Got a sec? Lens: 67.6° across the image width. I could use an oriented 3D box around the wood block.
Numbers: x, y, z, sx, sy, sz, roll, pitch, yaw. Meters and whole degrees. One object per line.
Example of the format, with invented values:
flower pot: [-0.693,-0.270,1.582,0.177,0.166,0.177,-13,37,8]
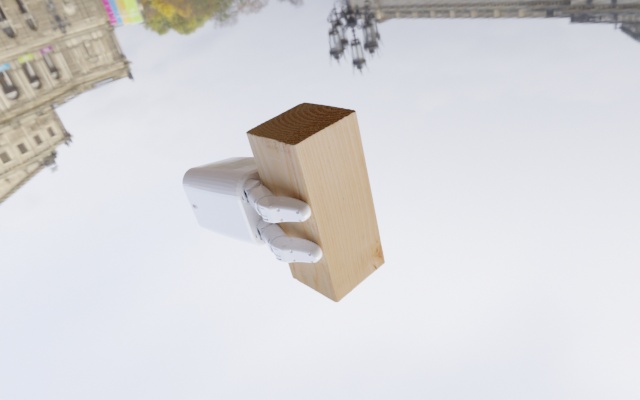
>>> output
wood block: [0.000,0.002,0.559,0.090,0.206,0.090,-35,36,-30]
